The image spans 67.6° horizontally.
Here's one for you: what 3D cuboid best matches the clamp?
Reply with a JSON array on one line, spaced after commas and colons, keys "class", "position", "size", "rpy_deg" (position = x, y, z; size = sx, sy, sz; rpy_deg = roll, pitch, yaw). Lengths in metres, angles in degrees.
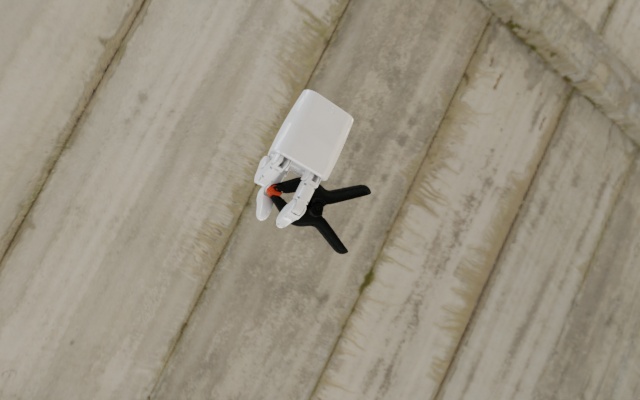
[{"class": "clamp", "position": [0.000, 0.002, 0.768], "size": [0.171, 0.120, 0.039], "rpy_deg": [29, -7, -24]}]
